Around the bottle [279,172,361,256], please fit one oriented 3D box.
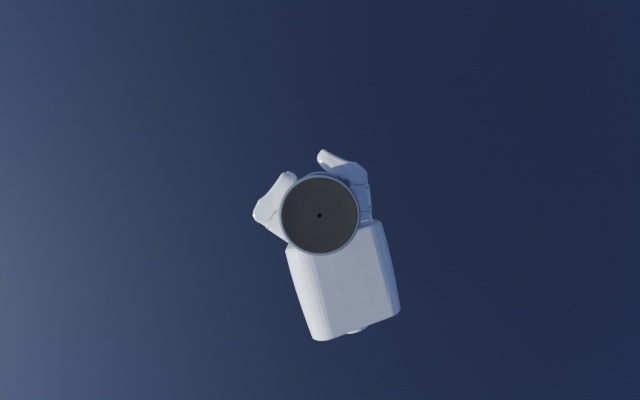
[{"bbox_3d":[0.000,0.002,0.531,0.069,0.069,0.295,0,4,0],"label":"bottle"}]
